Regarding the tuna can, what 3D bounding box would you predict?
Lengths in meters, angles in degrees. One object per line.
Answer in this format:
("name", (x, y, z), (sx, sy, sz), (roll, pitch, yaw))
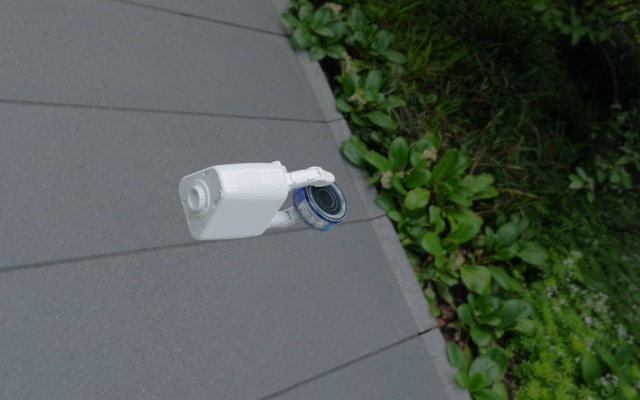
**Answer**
("tuna can", (0.001, 0.002, 0.733), (0.086, 0.086, 0.034), (0, -29, -47))
